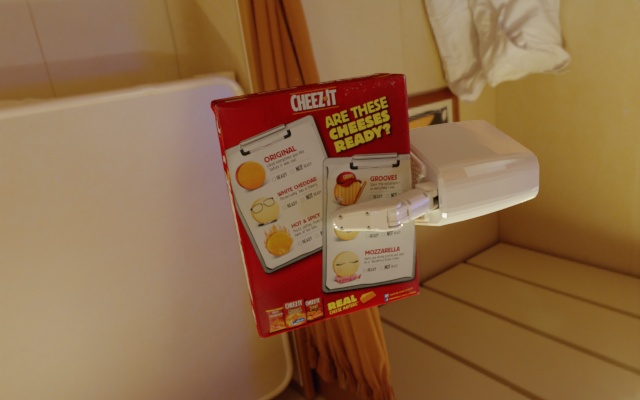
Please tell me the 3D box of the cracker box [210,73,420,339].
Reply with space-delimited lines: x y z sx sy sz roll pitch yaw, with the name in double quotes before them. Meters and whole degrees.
"cracker box" 0.000 0.002 0.445 0.164 0.214 0.072 -13 18 -14
